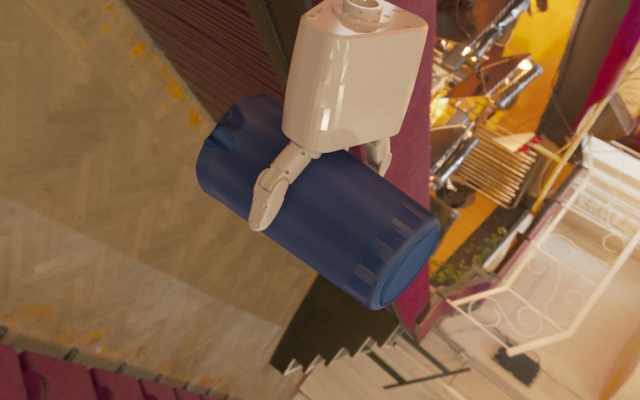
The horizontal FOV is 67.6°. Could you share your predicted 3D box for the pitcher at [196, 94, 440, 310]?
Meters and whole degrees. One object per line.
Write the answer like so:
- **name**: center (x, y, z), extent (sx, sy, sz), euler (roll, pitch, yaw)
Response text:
- **pitcher**: center (0.000, 0.002, 0.506), extent (0.242, 0.145, 0.149), euler (36, 45, 25)
